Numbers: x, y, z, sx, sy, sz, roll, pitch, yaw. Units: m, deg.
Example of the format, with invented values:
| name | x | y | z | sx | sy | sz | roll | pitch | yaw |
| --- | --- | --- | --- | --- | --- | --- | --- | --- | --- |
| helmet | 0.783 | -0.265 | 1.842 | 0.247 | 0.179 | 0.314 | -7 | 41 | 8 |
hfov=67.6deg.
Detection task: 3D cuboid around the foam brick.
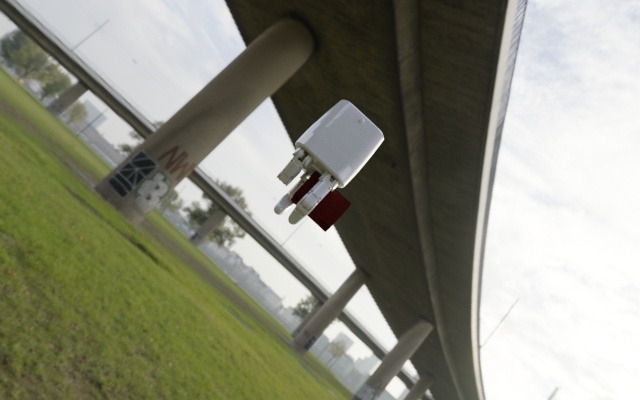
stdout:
| name | x | y | z | sx | sy | sz | roll | pitch | yaw |
| --- | --- | --- | --- | --- | --- | --- | --- | --- | --- |
| foam brick | 0.000 | 0.003 | 0.746 | 0.078 | 0.051 | 0.053 | 43 | -15 | 0 |
